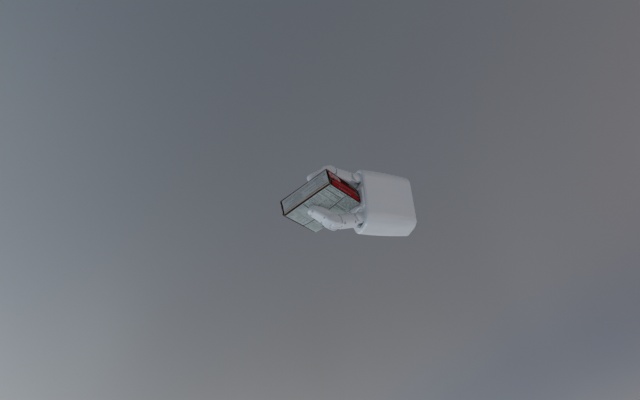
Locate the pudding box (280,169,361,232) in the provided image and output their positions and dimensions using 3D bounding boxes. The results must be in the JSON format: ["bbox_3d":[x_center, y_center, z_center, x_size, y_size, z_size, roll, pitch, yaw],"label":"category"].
[{"bbox_3d":[0.000,0.003,0.843,0.113,0.039,0.090,-36,-44,23],"label":"pudding box"}]
